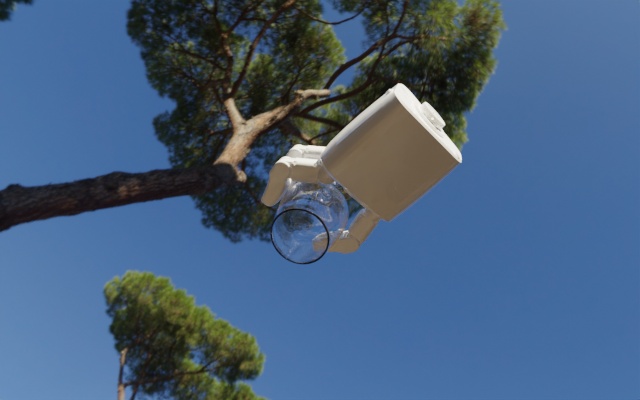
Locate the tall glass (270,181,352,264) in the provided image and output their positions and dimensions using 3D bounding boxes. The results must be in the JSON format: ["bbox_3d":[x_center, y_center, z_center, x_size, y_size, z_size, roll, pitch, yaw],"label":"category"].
[{"bbox_3d":[0.000,0.002,0.568,0.079,0.079,0.201,0,21,13],"label":"tall glass"}]
